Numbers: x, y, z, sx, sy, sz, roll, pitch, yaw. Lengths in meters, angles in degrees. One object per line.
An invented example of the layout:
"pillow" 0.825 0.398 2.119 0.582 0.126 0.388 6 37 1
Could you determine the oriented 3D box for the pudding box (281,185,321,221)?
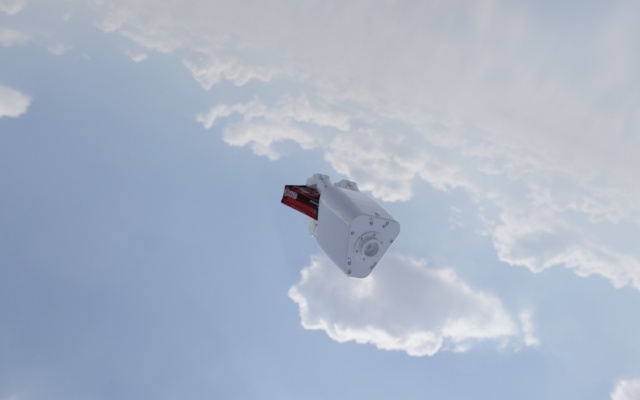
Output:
"pudding box" 0.000 0.003 0.841 0.090 0.039 0.113 26 14 33
